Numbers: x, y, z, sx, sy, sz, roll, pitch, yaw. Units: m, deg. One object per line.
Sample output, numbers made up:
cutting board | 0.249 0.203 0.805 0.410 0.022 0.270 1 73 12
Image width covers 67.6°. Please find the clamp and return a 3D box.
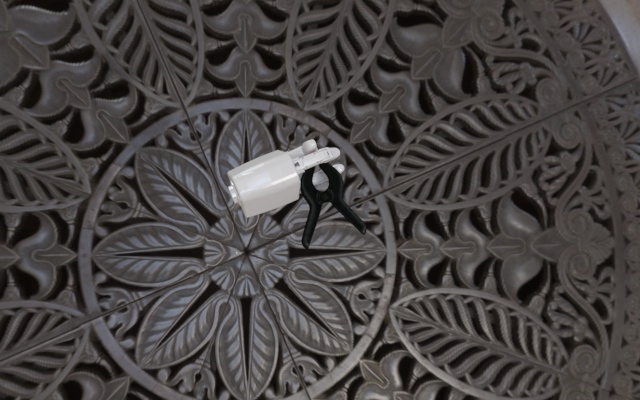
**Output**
clamp | 0.000 0.003 0.863 0.120 0.171 0.039 -23 -2 -12
